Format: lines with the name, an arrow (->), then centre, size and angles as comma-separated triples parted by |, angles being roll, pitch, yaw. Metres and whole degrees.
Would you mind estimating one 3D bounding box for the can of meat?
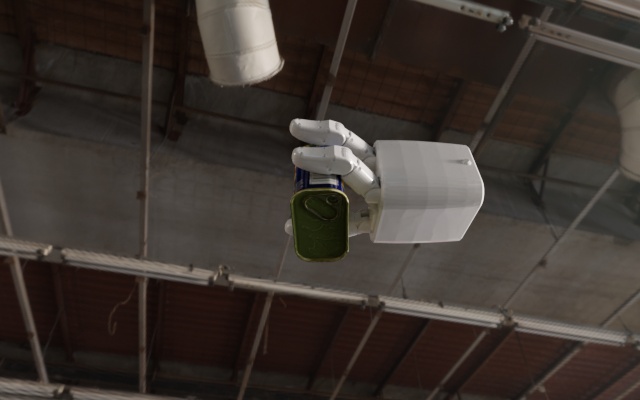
can of meat -> 0.000, 0.002, 0.516 | 0.057, 0.102, 0.083 | -2, 41, 2
